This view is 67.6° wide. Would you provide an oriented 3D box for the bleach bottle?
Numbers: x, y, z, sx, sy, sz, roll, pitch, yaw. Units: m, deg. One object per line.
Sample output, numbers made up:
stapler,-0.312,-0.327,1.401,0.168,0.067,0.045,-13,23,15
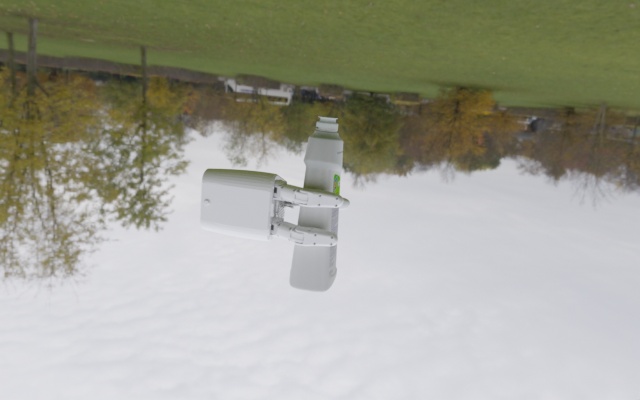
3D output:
bleach bottle,0.000,0.002,0.710,0.068,0.251,0.102,7,12,8
